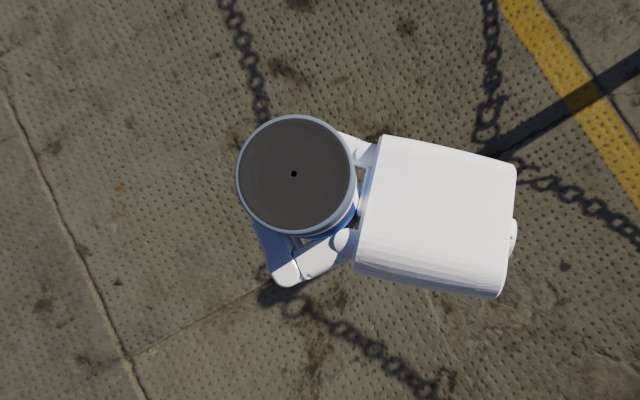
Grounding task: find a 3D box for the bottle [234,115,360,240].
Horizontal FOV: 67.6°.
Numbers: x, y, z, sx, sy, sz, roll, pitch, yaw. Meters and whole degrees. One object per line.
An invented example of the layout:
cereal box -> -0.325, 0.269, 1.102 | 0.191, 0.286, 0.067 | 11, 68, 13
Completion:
bottle -> 0.000, 0.001, 0.404 | 0.069, 0.069, 0.296 | 0, -6, 6
